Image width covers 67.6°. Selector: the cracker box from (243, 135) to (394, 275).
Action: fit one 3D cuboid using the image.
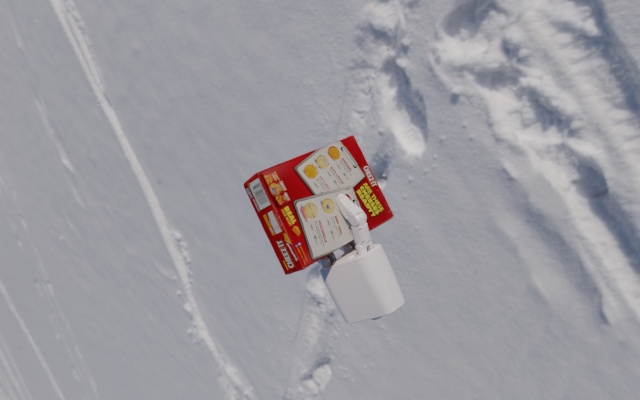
[{"bbox_3d":[0.000,0.003,0.798,0.213,0.164,0.072,-26,-1,-37],"label":"cracker box"}]
